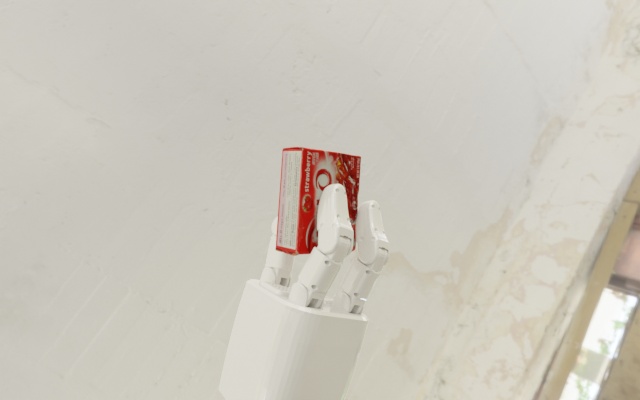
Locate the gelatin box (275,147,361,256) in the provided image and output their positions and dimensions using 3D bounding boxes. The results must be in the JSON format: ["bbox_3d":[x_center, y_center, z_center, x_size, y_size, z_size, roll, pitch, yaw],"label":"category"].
[{"bbox_3d":[0.000,0.001,0.416,0.073,0.089,0.030,2,2,-45],"label":"gelatin box"}]
